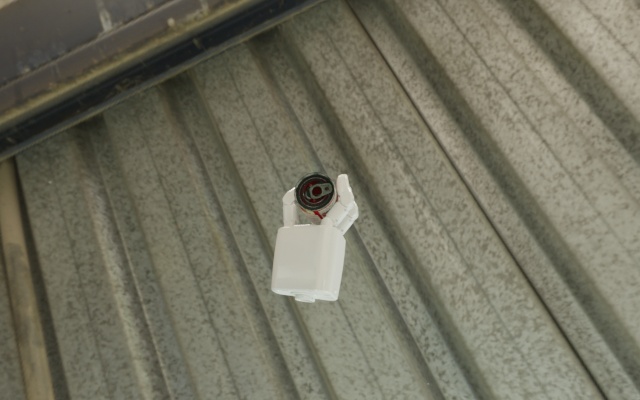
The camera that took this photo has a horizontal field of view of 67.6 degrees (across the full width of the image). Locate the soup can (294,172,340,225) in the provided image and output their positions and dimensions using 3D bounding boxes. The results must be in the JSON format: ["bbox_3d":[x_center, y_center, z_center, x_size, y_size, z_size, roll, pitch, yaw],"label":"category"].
[{"bbox_3d":[0.000,0.002,0.818,0.068,0.068,0.102,0,-21,13],"label":"soup can"}]
